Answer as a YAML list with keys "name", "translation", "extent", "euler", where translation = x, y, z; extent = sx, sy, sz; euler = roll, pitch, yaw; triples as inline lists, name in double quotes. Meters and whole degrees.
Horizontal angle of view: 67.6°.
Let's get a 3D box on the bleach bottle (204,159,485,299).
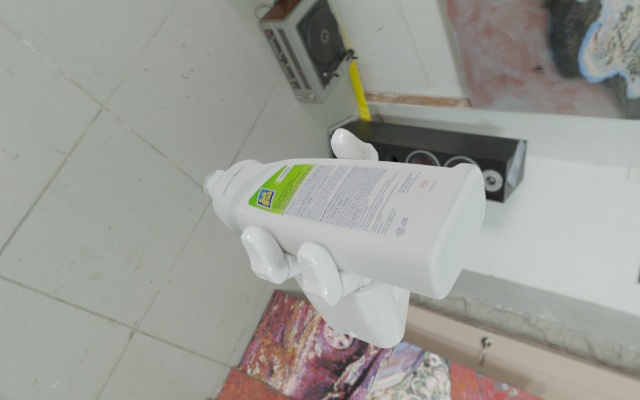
- name: "bleach bottle"
  translation: [0.000, 0.001, 0.410]
  extent: [0.251, 0.102, 0.068]
  euler: [13, -37, 34]
